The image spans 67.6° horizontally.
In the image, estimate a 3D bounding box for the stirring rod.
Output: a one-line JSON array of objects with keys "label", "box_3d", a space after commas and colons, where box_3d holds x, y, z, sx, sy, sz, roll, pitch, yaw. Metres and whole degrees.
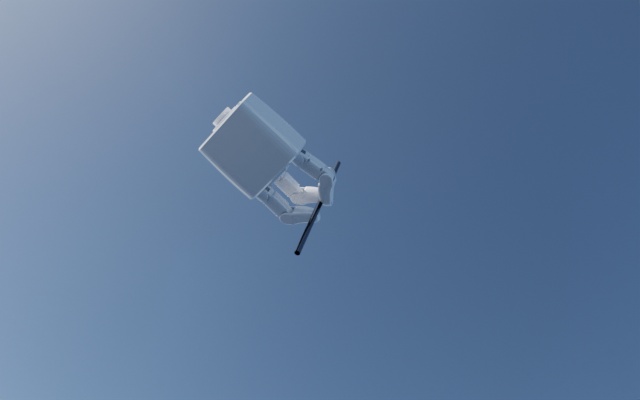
[{"label": "stirring rod", "box_3d": [0.000, 0.002, 0.714, 0.011, 0.011, 0.239, 0, 33, 18]}]
